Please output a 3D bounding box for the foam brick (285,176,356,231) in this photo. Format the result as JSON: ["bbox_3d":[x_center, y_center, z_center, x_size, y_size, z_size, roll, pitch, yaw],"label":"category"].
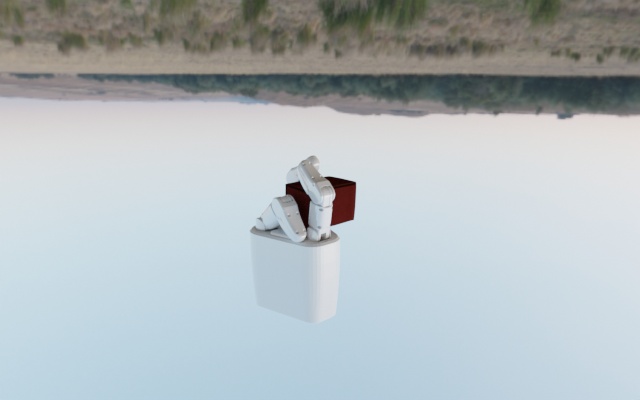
[{"bbox_3d":[0.000,0.002,0.608,0.078,0.051,0.053,-13,20,-38],"label":"foam brick"}]
